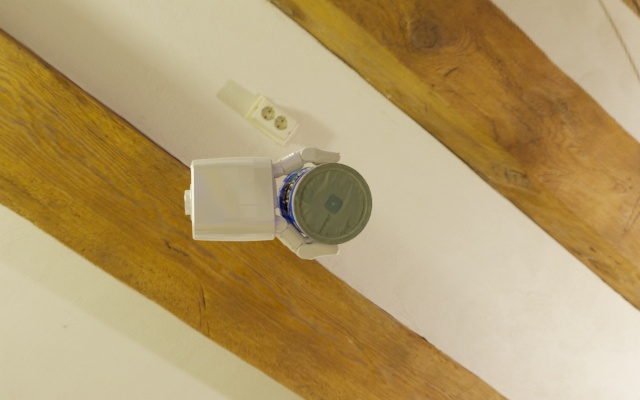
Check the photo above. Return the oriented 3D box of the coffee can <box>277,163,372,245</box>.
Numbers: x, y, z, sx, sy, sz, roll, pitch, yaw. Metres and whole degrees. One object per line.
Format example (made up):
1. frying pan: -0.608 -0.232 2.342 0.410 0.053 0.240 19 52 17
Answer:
1. coffee can: 0.000 0.002 0.659 0.103 0.103 0.140 0 2 -13
